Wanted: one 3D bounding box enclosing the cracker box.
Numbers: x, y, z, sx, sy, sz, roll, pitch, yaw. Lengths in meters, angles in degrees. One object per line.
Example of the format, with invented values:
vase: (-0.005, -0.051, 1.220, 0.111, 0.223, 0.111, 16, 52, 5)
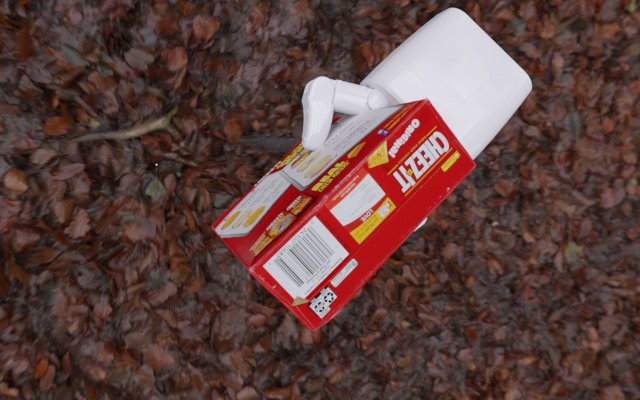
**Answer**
cracker box: (0.000, 0.001, 0.407, 0.164, 0.072, 0.213, -45, 16, -11)
